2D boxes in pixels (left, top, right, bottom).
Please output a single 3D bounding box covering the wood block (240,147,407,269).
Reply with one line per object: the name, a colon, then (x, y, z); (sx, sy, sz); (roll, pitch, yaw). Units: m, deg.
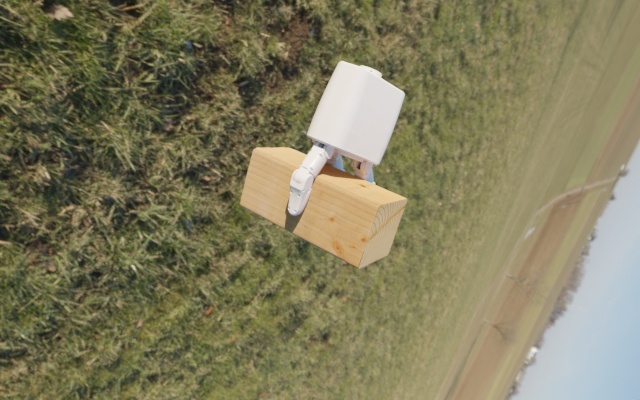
wood block: (0.000, 0.002, 0.665); (0.206, 0.090, 0.091); (26, 19, 28)
